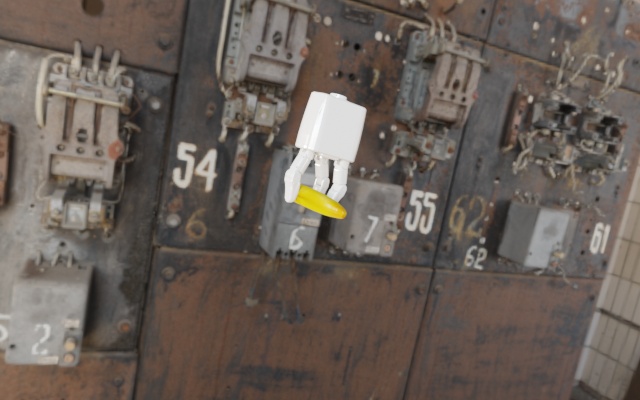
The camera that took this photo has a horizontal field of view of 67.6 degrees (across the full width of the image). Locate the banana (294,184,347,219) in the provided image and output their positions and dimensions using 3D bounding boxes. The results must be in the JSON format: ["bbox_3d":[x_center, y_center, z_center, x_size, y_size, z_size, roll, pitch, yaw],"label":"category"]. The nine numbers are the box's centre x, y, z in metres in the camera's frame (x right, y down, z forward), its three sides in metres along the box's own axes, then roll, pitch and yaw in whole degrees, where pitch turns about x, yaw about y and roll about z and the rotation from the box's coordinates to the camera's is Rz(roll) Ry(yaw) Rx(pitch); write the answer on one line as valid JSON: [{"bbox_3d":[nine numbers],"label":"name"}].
[{"bbox_3d":[-0.017,-0.004,0.893,0.069,0.037,0.197,21,1,-23],"label":"banana"}]
